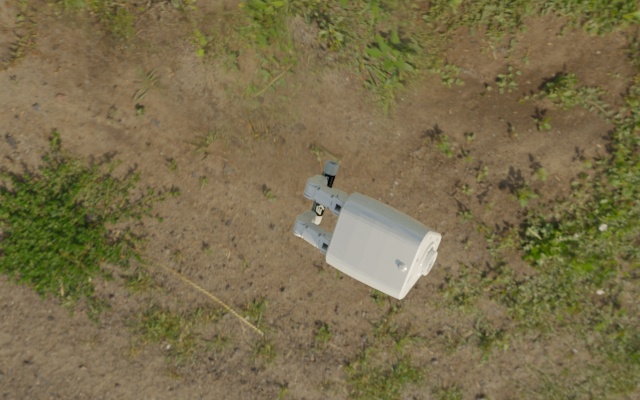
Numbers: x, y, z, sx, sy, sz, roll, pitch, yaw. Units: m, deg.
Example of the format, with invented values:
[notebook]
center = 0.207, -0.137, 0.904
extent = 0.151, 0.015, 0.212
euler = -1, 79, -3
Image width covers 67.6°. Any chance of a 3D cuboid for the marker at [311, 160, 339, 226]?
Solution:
[marker]
center = 0.000, 0.002, 0.672
extent = 0.020, 0.121, 0.020
euler = 15, 21, -6
